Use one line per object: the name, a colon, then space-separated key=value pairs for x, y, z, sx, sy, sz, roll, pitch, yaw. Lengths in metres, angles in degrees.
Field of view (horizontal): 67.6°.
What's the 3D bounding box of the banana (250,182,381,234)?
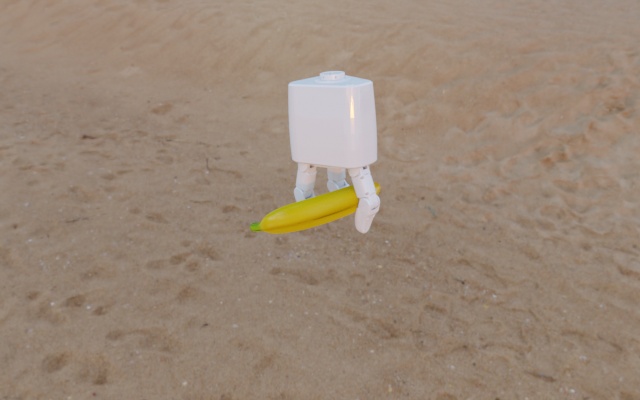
banana: x=0.003 y=0.007 z=0.649 sx=0.198 sy=0.037 sz=0.069 roll=-16 pitch=18 yaw=-15
